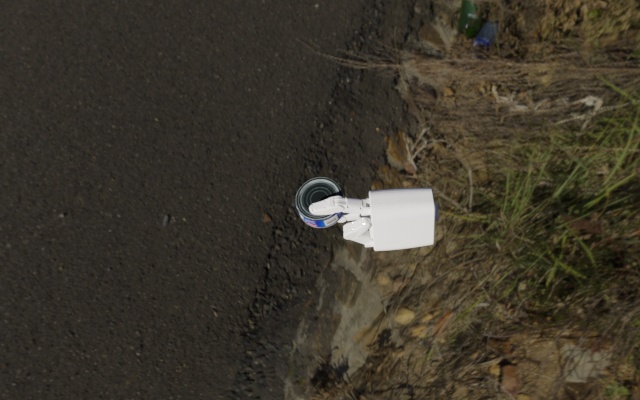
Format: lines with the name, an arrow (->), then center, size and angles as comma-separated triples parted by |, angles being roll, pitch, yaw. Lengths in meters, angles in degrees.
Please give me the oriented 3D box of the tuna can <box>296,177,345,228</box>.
tuna can -> 0.000, 0.002, 0.835 | 0.086, 0.086, 0.034 | 0, -26, 12
